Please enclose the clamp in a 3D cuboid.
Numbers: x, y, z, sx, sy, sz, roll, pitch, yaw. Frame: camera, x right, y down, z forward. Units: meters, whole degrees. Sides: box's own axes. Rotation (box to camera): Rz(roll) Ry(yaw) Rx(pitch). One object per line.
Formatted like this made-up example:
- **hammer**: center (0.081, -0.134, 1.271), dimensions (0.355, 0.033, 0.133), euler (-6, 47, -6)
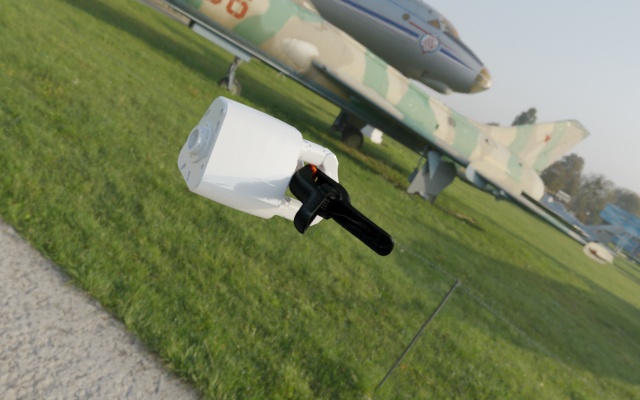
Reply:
- **clamp**: center (0.000, 0.001, 0.551), dimensions (0.120, 0.039, 0.171), euler (21, 17, -37)
